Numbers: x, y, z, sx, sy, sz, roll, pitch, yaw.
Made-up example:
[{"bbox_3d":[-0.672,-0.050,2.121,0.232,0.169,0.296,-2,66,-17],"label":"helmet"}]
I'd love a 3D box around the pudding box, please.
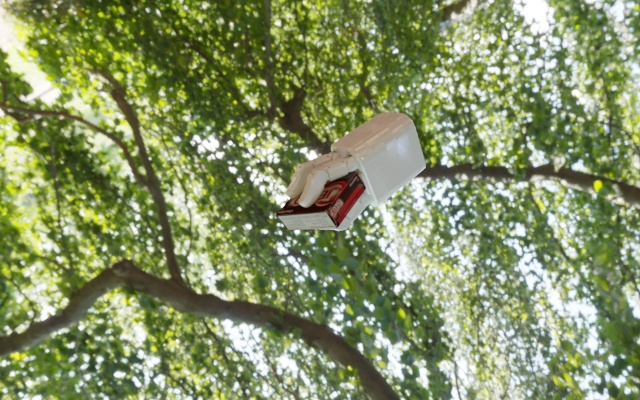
[{"bbox_3d":[0.000,0.002,0.714,0.113,0.039,0.090,-9,33,46],"label":"pudding box"}]
